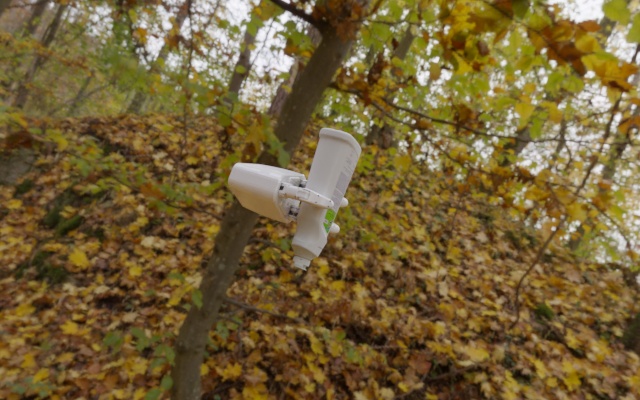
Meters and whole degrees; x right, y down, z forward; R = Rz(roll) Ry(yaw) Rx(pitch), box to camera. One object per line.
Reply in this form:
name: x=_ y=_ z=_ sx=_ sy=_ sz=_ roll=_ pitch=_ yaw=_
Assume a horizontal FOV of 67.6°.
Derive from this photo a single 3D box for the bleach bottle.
bleach bottle: x=0.000 y=0.003 z=0.871 sx=0.068 sy=0.251 sz=0.102 roll=16 pitch=-8 yaw=24
